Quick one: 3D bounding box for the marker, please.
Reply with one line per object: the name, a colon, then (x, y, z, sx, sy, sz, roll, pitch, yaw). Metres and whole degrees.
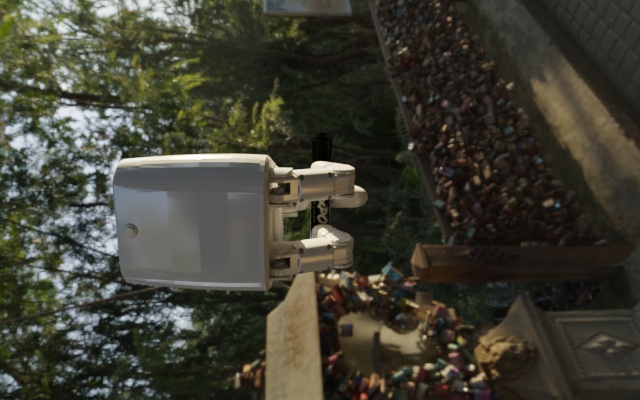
marker: (0.000, 0.001, 0.416, 0.020, 0.121, 0.020, 1, 14, 0)
